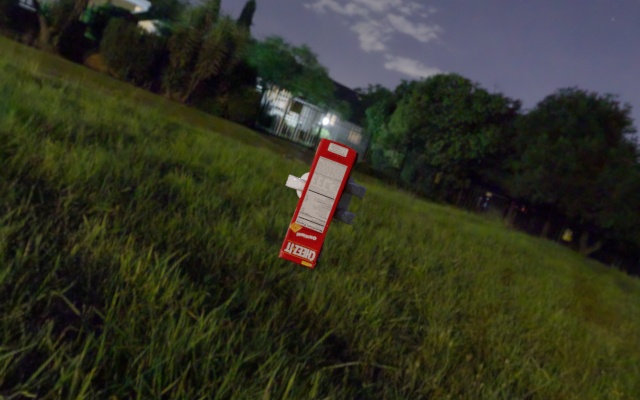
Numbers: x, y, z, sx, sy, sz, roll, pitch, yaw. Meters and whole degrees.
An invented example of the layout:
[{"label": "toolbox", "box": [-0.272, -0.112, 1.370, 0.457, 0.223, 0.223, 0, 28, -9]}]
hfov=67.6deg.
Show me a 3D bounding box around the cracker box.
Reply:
[{"label": "cracker box", "box": [0.000, 0.003, 0.864, 0.072, 0.214, 0.164, 20, 3, 1]}]
